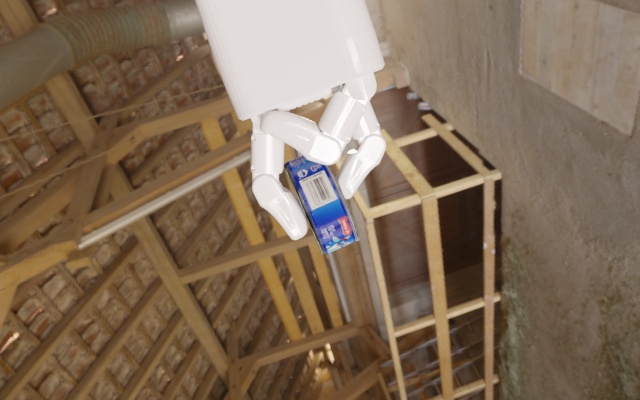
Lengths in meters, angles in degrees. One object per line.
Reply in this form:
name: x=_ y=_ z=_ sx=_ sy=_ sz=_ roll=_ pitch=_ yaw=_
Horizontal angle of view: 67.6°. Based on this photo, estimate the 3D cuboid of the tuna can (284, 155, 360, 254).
tuna can: x=0.000 y=0.002 z=0.403 sx=0.034 sy=0.086 sz=0.086 roll=-24 pitch=1 yaw=-3
